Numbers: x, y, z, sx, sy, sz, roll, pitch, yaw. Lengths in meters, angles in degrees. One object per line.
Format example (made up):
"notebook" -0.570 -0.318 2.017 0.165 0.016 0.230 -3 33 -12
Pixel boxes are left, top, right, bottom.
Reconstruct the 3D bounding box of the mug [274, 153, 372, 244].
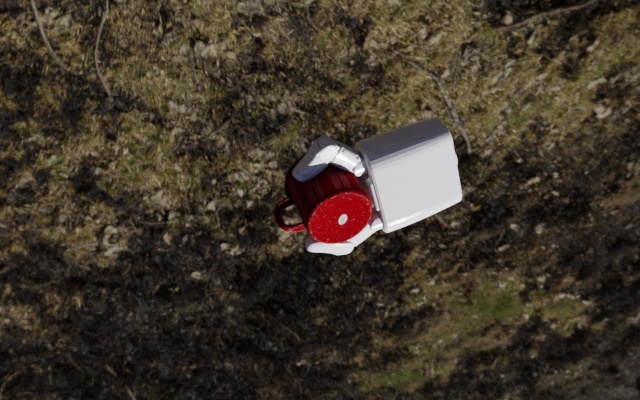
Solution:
"mug" -0.001 0.002 0.573 0.117 0.093 0.081 -22 43 -5
